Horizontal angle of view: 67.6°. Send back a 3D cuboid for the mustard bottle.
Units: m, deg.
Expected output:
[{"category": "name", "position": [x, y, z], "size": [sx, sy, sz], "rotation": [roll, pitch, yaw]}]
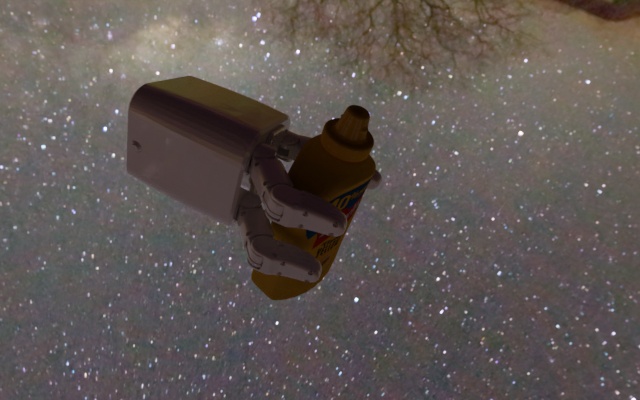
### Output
[{"category": "mustard bottle", "position": [0.000, 0.002, 0.414], "size": [0.058, 0.192, 0.096], "rotation": [41, 44, 22]}]
